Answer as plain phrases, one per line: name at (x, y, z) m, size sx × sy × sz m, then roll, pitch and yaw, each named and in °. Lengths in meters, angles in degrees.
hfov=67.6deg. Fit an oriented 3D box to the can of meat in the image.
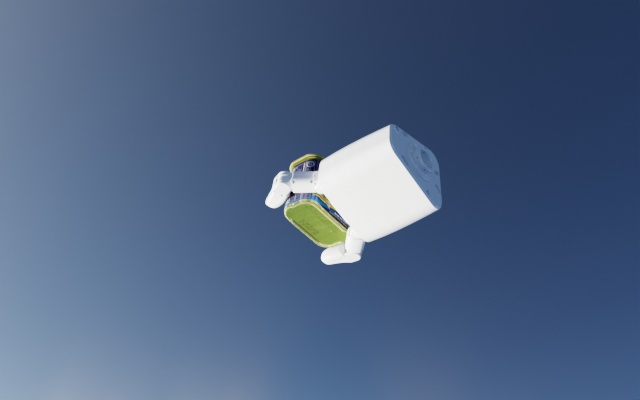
can of meat at (0.000, 0.002, 0.643) m, size 0.057 × 0.083 × 0.102 m, roll -24°, pitch -50°, yaw 31°
